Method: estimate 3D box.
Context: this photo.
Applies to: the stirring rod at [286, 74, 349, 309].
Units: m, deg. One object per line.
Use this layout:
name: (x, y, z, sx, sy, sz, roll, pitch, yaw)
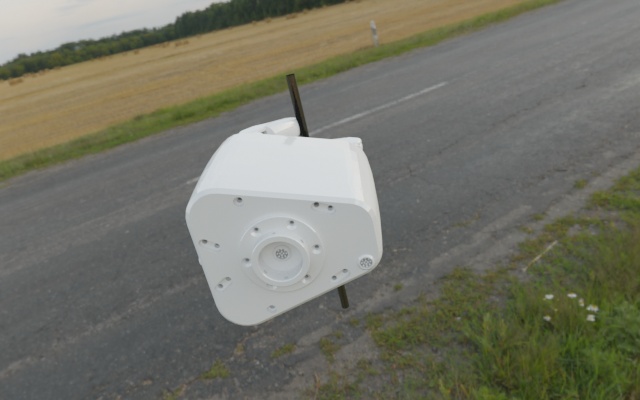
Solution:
stirring rod: (0.000, 0.002, 0.452, 0.011, 0.240, 0.011, -12, 22, 5)
